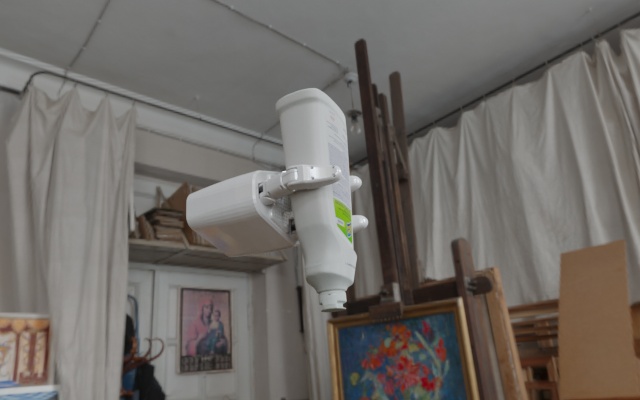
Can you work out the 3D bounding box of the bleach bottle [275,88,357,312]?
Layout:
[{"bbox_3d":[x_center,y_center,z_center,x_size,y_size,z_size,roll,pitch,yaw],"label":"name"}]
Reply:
[{"bbox_3d":[0.000,0.002,0.563,0.068,0.250,0.102,-15,-22,25],"label":"bleach bottle"}]
